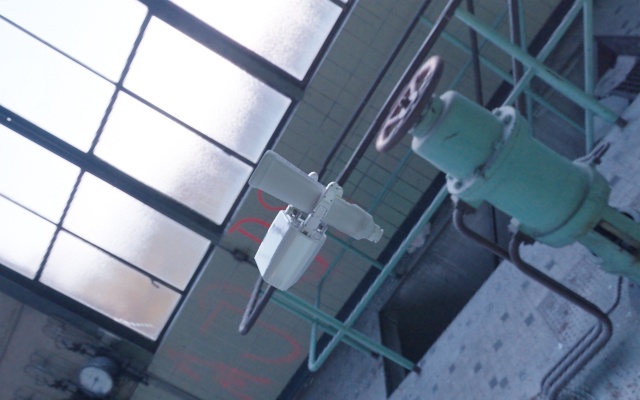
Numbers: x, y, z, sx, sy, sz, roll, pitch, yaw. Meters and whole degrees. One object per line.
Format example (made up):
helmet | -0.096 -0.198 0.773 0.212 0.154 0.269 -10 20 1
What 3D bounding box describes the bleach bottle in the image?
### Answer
bleach bottle | 0.000 0.003 0.838 0.251 0.068 0.102 31 7 -8
